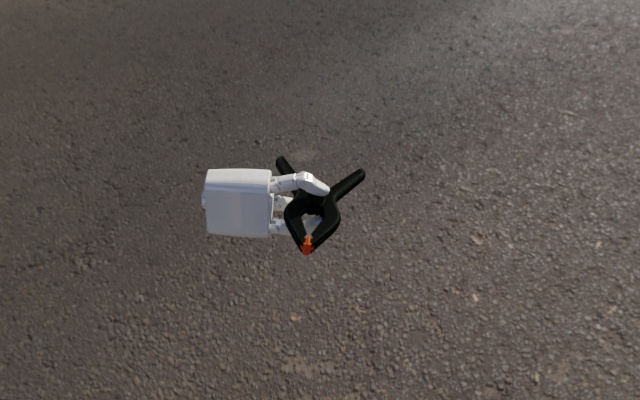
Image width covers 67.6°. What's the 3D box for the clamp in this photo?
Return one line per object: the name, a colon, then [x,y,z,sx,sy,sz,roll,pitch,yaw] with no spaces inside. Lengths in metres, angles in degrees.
clamp: [0.000,0.002,0.812,0.164,0.209,0.036,3,-44,-3]
